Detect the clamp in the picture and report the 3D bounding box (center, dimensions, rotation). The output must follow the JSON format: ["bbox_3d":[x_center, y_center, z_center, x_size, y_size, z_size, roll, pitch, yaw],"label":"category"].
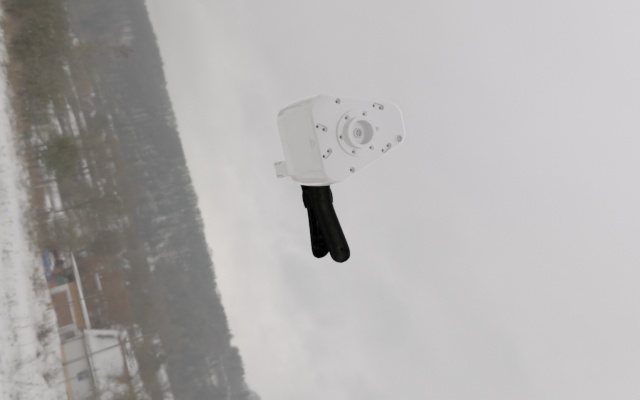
[{"bbox_3d":[0.001,0.002,0.616,0.039,0.171,0.120,-16,9,-20],"label":"clamp"}]
